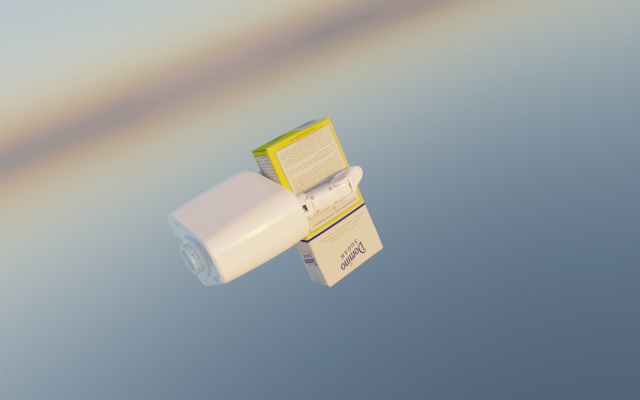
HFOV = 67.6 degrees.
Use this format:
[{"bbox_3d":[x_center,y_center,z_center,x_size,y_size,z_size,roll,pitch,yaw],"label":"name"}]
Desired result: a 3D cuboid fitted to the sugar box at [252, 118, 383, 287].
[{"bbox_3d":[0.000,0.002,0.559,0.093,0.176,0.048,-31,20,-27],"label":"sugar box"}]
